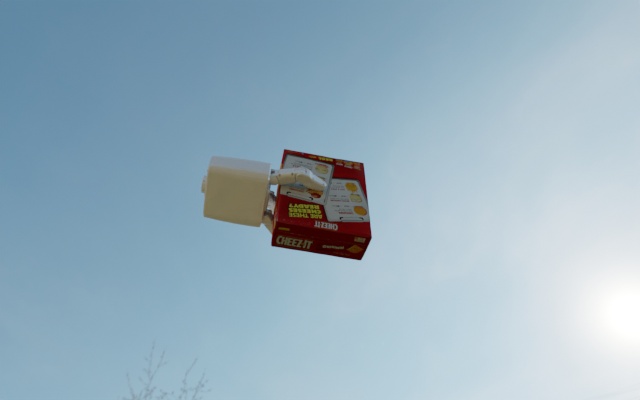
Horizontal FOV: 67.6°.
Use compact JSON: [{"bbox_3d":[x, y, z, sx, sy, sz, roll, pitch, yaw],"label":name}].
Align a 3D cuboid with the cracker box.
[{"bbox_3d":[0.000,0.003,0.879,0.164,0.072,0.213,10,40,-8],"label":"cracker box"}]
